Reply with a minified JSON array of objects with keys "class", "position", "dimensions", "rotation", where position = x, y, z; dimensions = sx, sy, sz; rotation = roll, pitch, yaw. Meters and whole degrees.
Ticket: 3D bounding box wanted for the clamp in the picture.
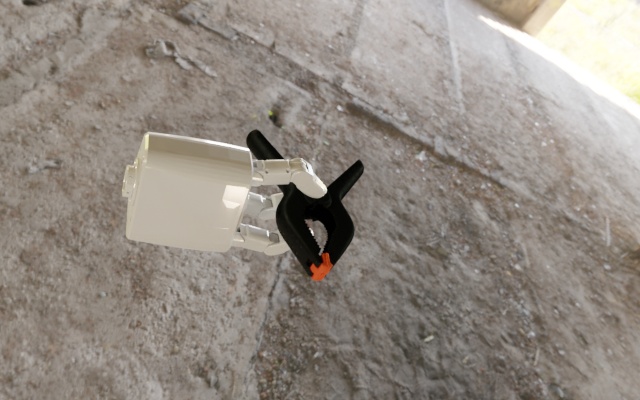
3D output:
[{"class":"clamp","position":[0.000,0.002,0.571],"dimensions":[0.164,0.209,0.036],"rotation":[8,-45,-26]}]
